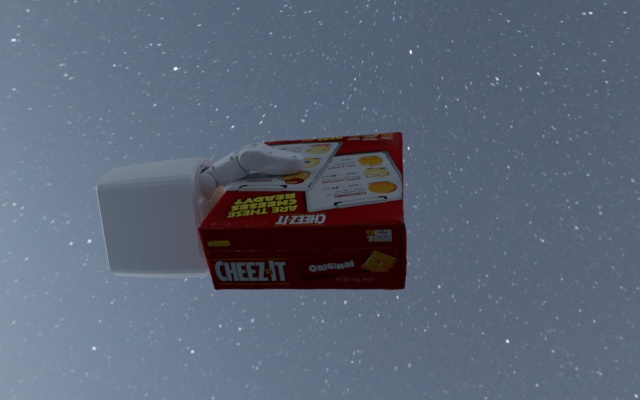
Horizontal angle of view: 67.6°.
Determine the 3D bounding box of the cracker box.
[{"bbox_3d":[0.000,0.001,0.468,0.164,0.072,0.213,-2,26,10],"label":"cracker box"}]
